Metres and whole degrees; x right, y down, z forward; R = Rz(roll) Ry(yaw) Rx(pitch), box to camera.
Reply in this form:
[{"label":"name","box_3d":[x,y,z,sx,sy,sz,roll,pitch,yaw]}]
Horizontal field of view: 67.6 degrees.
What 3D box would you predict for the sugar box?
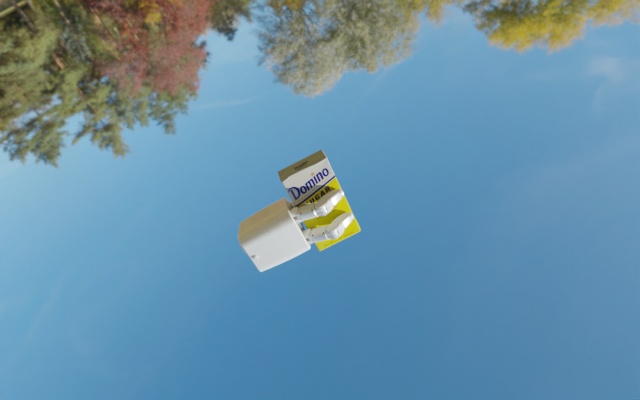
[{"label":"sugar box","box_3d":[0.000,0.003,0.890,0.093,0.176,0.048,-27,33,1]}]
